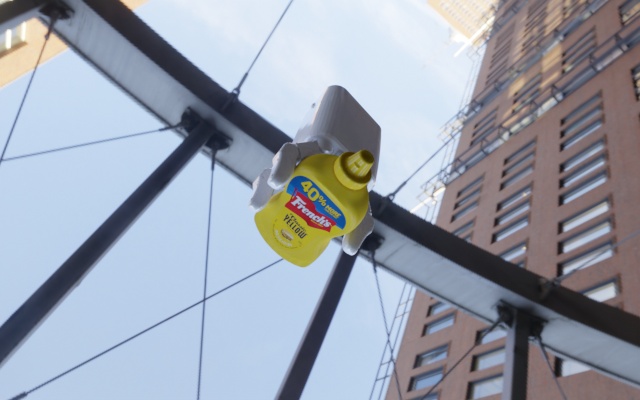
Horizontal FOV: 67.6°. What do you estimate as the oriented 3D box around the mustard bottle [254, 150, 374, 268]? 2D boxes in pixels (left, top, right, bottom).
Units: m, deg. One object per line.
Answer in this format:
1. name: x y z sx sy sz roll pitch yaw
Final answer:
1. mustard bottle: 0.000 0.002 0.548 0.058 0.096 0.192 -43 -1 -44
